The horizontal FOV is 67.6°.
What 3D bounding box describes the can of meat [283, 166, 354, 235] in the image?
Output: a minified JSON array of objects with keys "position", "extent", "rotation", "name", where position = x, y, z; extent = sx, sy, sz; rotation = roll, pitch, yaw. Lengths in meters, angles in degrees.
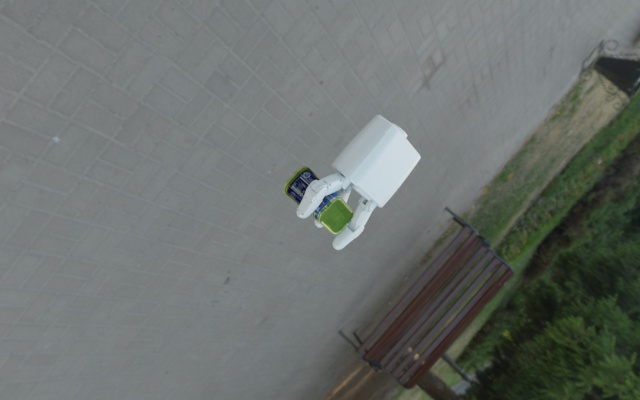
[{"position":[0.000,0.003,0.765],"extent":[0.084,0.057,0.102],"rotation":[41,-2,29],"name":"can of meat"}]
